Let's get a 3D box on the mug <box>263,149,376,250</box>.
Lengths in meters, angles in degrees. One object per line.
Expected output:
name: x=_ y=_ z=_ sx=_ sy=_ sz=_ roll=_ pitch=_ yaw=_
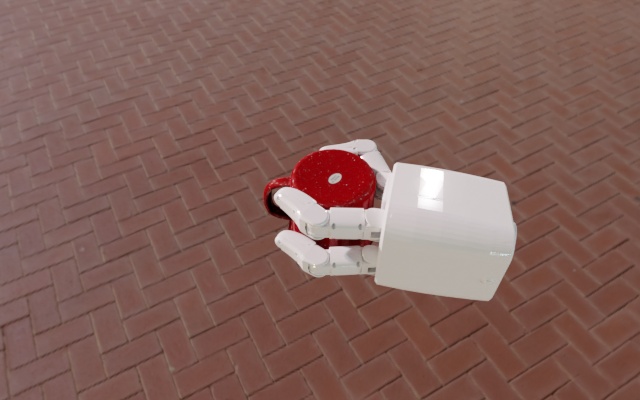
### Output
mug: x=-0.001 y=0.001 z=0.479 sx=0.117 sy=0.093 sz=0.082 roll=9 pitch=-41 yaw=8
